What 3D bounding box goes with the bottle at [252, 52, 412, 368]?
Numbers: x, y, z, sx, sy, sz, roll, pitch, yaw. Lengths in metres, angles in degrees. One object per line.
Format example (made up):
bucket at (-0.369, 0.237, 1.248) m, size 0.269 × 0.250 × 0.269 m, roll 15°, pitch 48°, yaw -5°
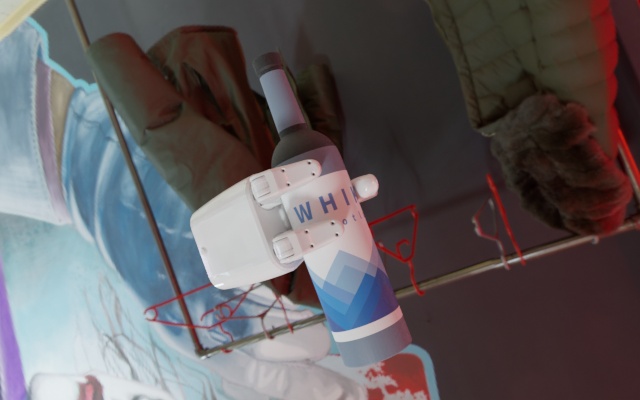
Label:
bottle at (0.000, 0.002, 0.447) m, size 0.069 × 0.295 × 0.069 m, roll -21°, pitch -4°, yaw -1°
